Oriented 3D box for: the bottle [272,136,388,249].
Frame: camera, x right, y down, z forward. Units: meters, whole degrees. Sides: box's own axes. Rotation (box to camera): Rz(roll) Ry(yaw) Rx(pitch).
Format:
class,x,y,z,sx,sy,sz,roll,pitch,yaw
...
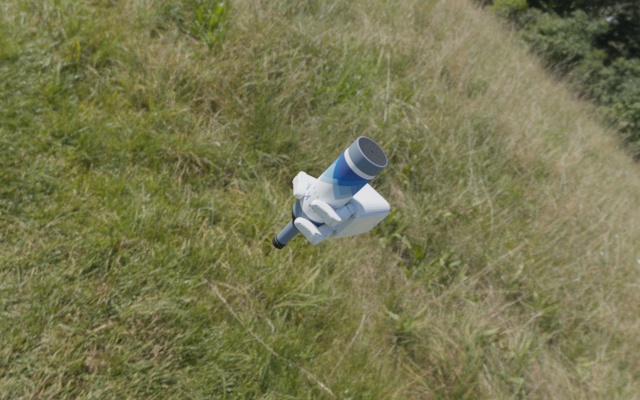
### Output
class,x,y,z,sx,sy,sz,roll,pitch,yaw
bottle,0.000,0.003,0.877,0.069,0.069,0.296,0,-35,-46
